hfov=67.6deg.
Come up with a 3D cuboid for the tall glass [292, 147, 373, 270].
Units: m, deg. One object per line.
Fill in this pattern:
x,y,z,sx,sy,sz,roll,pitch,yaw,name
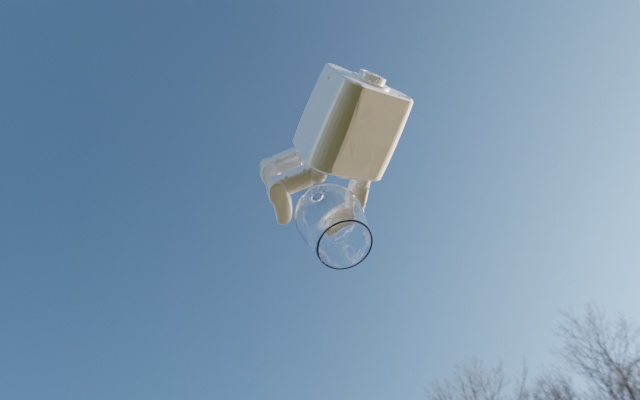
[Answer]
0.000,0.002,0.582,0.079,0.079,0.201,0,27,-17,tall glass
